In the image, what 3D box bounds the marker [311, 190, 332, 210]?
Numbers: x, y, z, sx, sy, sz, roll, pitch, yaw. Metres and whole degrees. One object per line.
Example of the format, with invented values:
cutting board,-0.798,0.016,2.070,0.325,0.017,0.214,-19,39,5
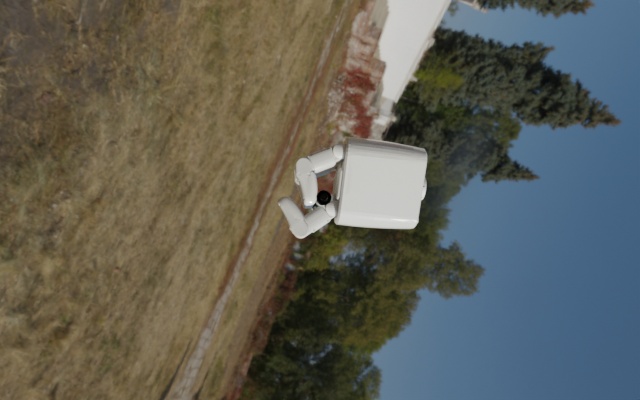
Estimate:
marker,0.000,0.002,0.648,0.020,0.020,0.121,0,-6,-5
